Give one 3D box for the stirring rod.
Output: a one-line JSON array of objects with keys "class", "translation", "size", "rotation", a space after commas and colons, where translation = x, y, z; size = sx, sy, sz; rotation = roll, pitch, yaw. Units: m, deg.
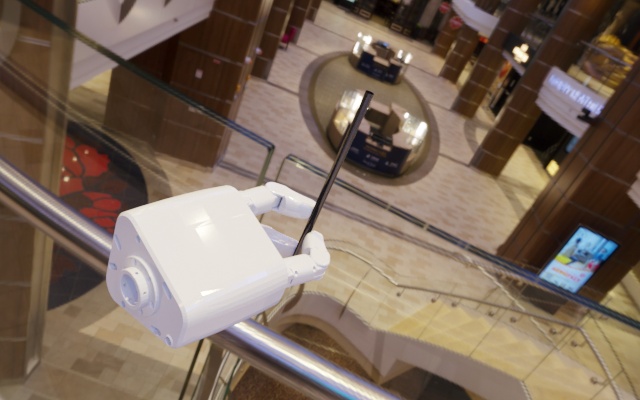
[{"class": "stirring rod", "translation": [0.000, 0.002, 0.475], "size": [0.011, 0.240, 0.011], "rotation": [18, 30, -11]}]
